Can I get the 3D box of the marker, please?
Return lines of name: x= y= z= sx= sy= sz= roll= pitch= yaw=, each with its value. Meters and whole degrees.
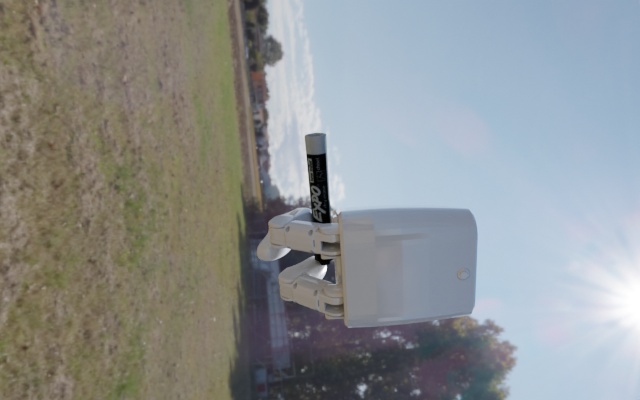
marker: x=0.000 y=0.001 z=0.423 sx=0.020 sy=0.121 sz=0.020 roll=-4 pitch=18 yaw=1
